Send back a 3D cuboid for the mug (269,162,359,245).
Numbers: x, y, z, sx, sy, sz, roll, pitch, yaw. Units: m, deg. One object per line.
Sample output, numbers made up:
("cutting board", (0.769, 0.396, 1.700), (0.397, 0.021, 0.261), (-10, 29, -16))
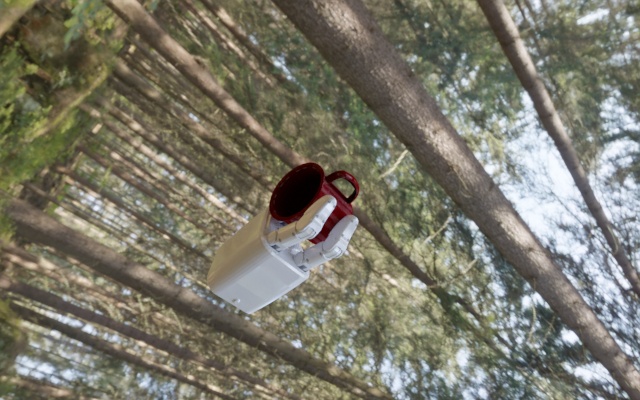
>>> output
("mug", (0.001, 0.001, 0.651), (0.117, 0.093, 0.081), (-35, -52, 17))
